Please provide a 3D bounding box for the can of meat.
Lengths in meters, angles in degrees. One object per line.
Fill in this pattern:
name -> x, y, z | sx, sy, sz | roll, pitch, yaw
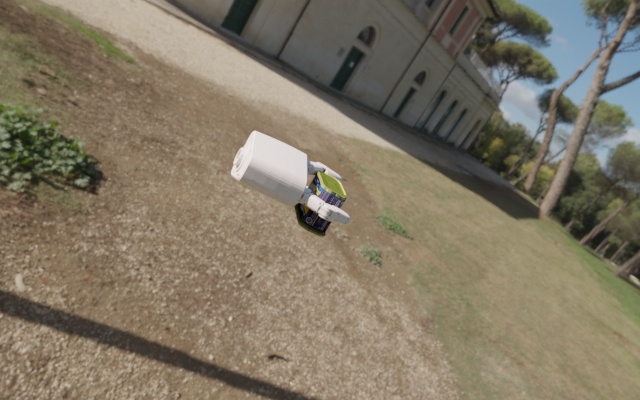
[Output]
can of meat -> 0.000, 0.003, 0.863 | 0.057, 0.084, 0.102 | 26, 17, -18
